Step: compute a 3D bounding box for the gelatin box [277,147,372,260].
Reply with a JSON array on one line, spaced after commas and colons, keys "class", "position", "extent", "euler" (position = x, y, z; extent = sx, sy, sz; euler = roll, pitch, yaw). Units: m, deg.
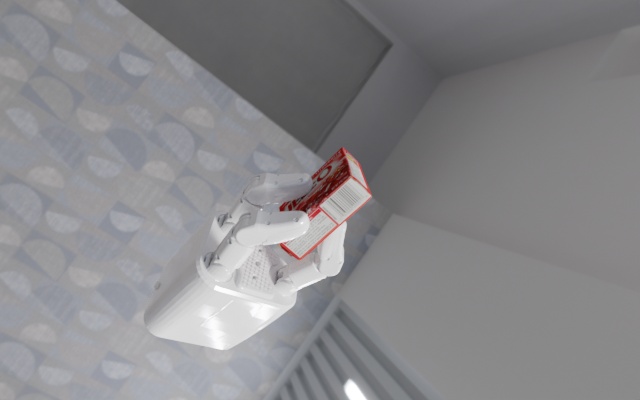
[{"class": "gelatin box", "position": [0.001, 0.001, 0.428], "extent": [0.030, 0.089, 0.073], "euler": [42, 16, -19]}]
